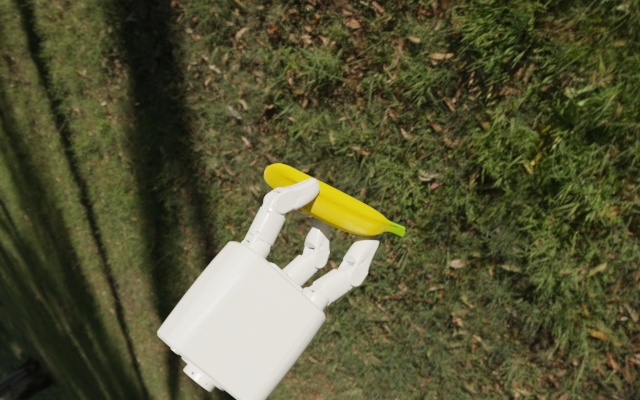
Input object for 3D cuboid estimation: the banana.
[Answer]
[{"bbox_3d":[-0.006,-0.002,0.524,0.197,0.037,0.070,28,-3,32],"label":"banana"}]
